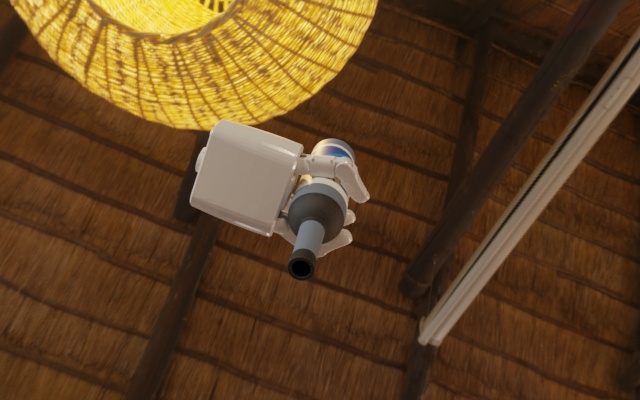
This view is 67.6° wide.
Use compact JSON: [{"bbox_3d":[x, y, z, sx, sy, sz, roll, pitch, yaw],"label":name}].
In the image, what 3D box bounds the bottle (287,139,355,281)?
[{"bbox_3d":[0.000,0.002,0.580,0.069,0.069,0.295,0,25,8],"label":"bottle"}]
